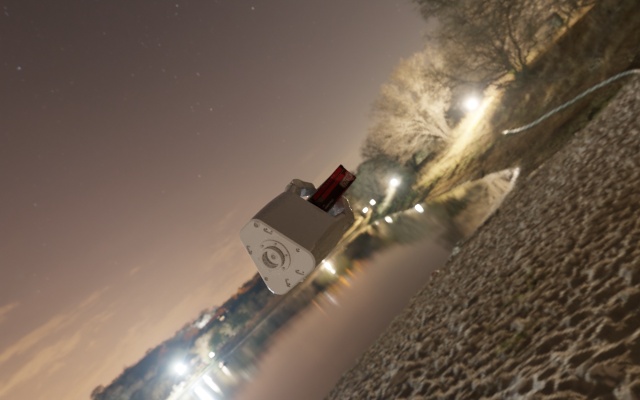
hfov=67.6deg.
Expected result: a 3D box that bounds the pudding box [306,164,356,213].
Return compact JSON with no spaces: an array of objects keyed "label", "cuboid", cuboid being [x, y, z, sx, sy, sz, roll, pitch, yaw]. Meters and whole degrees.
[{"label":"pudding box","cuboid":[0.000,0.002,0.765,0.090,0.039,0.113,-48,3,-32]}]
